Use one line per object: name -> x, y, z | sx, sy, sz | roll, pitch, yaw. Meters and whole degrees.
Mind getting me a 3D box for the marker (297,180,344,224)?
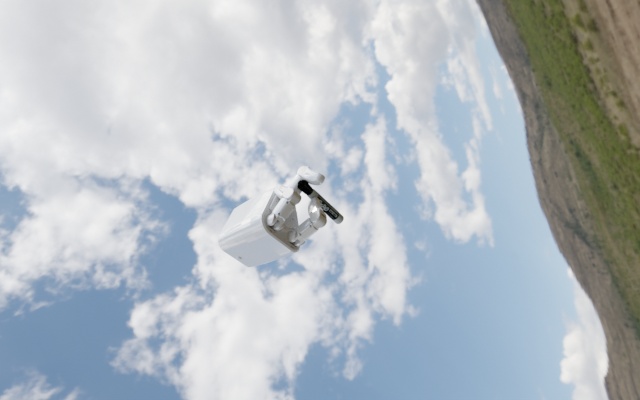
marker -> 0.000, 0.003, 0.832 | 0.020, 0.020, 0.121 | 0, -33, 44
